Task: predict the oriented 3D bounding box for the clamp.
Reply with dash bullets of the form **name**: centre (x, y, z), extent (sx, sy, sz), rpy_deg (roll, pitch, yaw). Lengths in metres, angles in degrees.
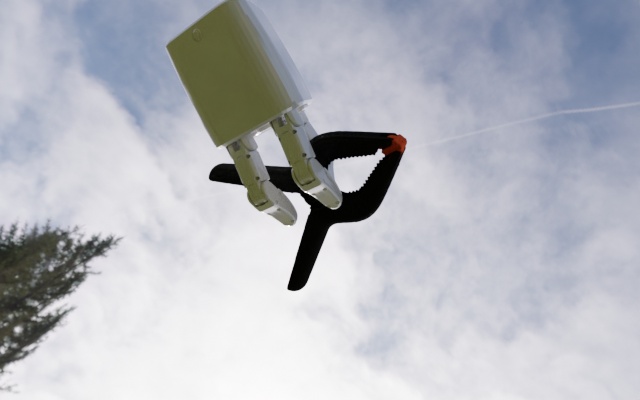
- **clamp**: centre (0.001, 0.001, 0.486), extent (0.210, 0.164, 0.036), rpy_deg (-23, 12, 28)
